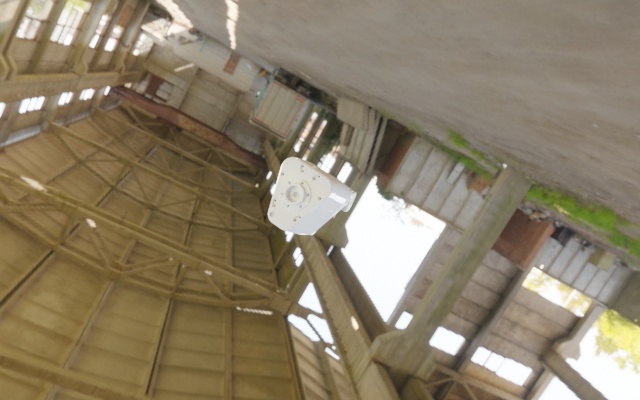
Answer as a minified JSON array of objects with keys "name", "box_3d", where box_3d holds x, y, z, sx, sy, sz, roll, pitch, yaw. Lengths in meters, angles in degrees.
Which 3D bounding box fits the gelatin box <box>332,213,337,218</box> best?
[{"name":"gelatin box","box_3d":[0.000,0.003,0.898,0.073,0.030,0.089,32,0,4]}]
